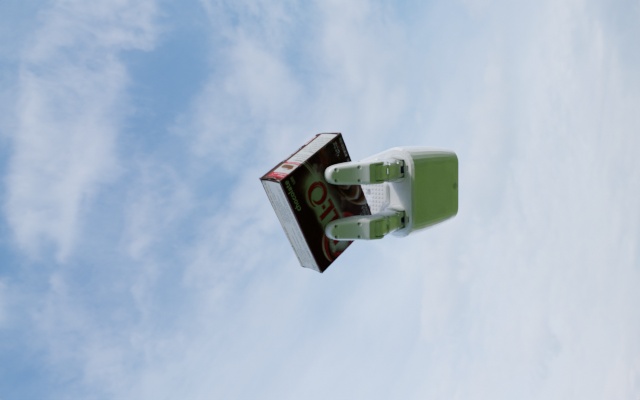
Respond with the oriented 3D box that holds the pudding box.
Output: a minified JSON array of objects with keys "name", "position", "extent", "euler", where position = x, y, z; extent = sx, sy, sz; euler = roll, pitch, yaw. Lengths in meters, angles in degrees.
[{"name":"pudding box","position":[0.000,0.002,0.480],"extent":[0.039,0.113,0.090],"euler":[6,39,47]}]
